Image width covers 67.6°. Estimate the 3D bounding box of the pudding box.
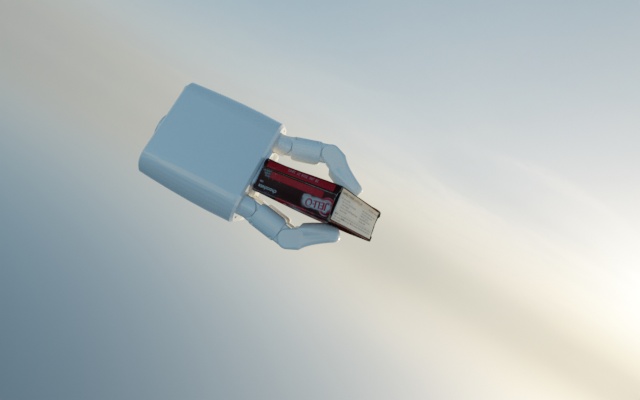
[{"bbox_3d":[0.000,0.001,0.478,0.090,0.039,0.113,23,-1,29],"label":"pudding box"}]
